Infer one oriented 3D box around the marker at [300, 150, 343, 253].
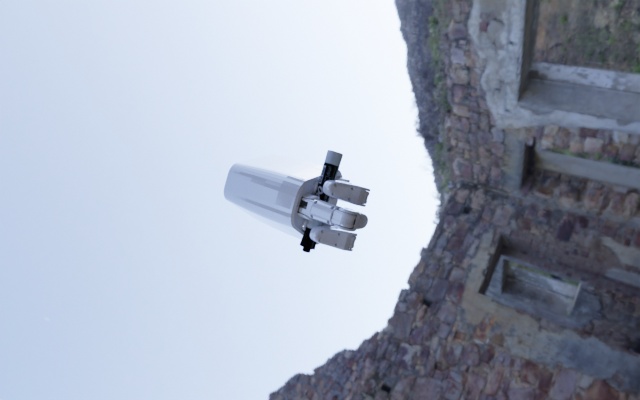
[{"bbox_3d":[0.000,0.002,0.553,0.020,0.121,0.020,16,3,-1],"label":"marker"}]
